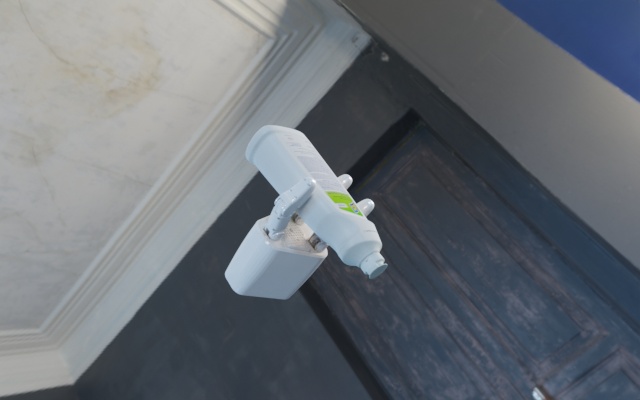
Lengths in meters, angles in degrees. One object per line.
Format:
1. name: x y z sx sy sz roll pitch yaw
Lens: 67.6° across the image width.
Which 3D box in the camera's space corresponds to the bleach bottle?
1. bleach bottle: 0.000 0.002 0.655 0.102 0.068 0.250 1 43 -50
